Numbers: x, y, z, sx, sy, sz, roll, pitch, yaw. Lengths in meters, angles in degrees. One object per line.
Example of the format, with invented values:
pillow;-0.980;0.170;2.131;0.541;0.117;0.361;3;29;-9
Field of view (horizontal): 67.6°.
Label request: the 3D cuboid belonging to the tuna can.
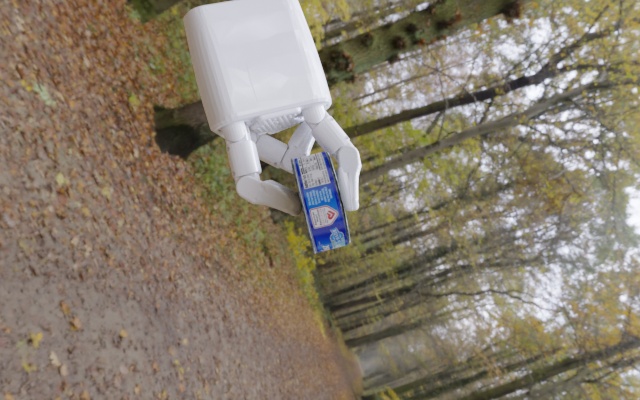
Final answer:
tuna can;0.001;0.001;0.418;0.034;0.086;0.086;-14;0;-1
